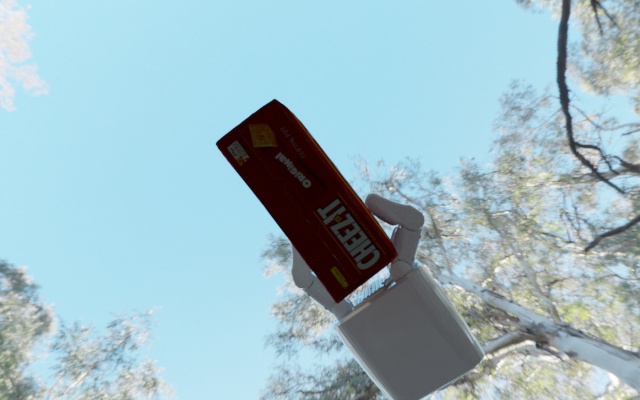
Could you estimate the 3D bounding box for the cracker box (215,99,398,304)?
[{"bbox_3d":[0.000,0.002,0.479,0.072,0.164,0.214,-39,-5,3],"label":"cracker box"}]
